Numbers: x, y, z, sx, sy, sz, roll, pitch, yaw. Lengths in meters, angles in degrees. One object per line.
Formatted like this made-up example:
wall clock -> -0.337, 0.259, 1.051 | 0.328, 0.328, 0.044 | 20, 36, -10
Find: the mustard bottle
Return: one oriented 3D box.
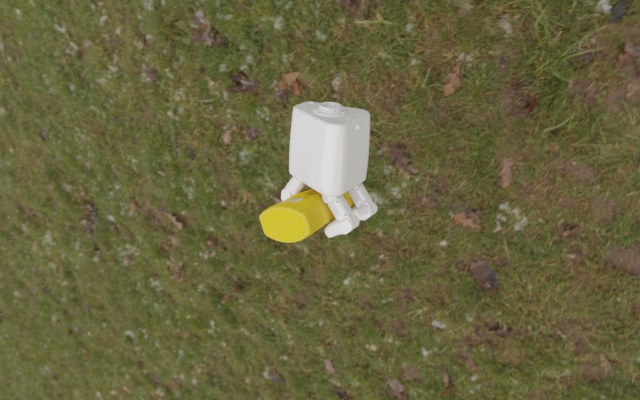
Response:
mustard bottle -> 0.000, 0.003, 0.754 | 0.096, 0.058, 0.191 | -6, 17, 40
